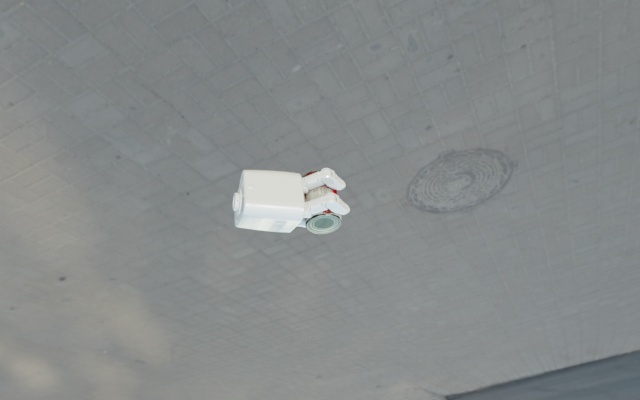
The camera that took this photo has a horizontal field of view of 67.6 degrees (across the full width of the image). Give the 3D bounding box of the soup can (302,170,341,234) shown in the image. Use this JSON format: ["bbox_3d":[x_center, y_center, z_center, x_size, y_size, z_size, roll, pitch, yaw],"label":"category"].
[{"bbox_3d":[0.001,0.003,0.892,0.068,0.102,0.069,-5,-35,-4],"label":"soup can"}]
